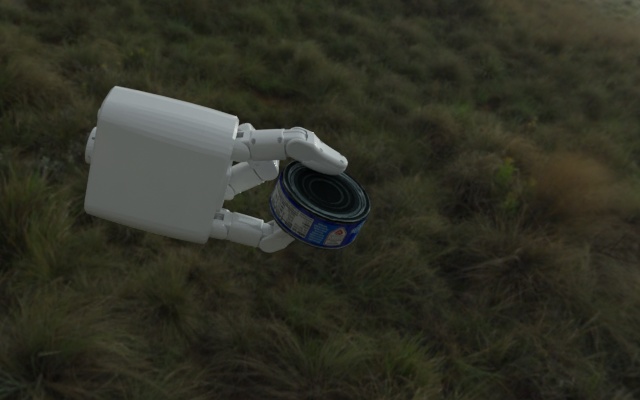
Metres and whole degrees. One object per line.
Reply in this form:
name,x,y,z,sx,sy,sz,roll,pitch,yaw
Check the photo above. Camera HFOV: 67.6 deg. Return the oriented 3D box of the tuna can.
tuna can,0.000,0.001,0.421,0.086,0.034,0.086,18,35,-14
